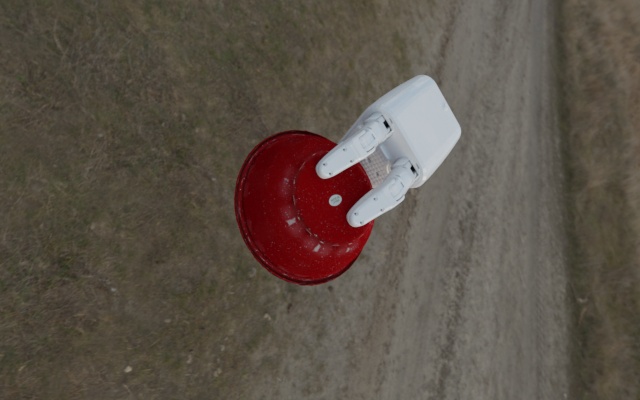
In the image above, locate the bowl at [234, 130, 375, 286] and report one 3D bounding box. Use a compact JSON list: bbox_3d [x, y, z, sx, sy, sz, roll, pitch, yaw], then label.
[{"bbox_3d":[0.000,0.002,0.470,0.162,0.162,0.055,0,-9,-33],"label":"bowl"}]
